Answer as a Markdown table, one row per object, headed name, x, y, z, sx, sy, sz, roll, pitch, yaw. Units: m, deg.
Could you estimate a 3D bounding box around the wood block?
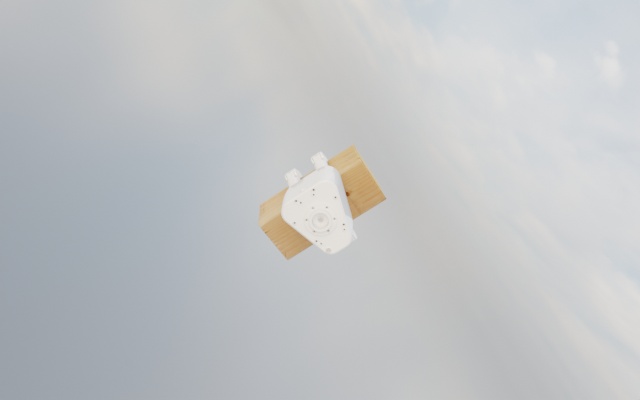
| name | x | y | z | sx | sy | sz | roll | pitch | yaw |
| --- | --- | --- | --- | --- | --- | --- | --- | --- | --- |
| wood block | 0.000 | 0.003 | 0.850 | 0.206 | 0.091 | 0.090 | -32 | 23 | 9 |
